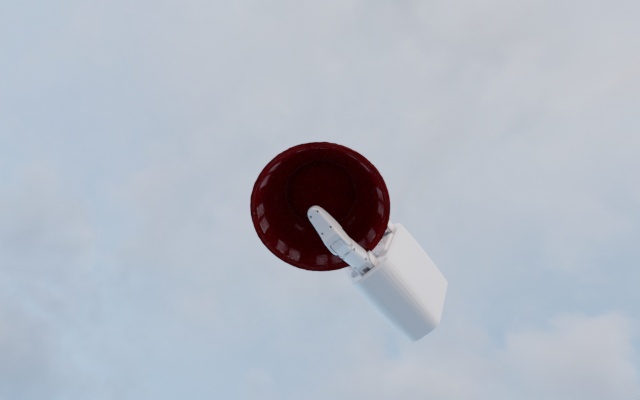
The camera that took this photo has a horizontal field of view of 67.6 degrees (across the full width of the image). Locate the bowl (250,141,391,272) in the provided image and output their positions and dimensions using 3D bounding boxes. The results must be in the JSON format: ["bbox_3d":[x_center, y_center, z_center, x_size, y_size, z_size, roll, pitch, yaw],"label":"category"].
[{"bbox_3d":[-0.001,0.001,0.570,0.162,0.162,0.055,0,23,2],"label":"bowl"}]
